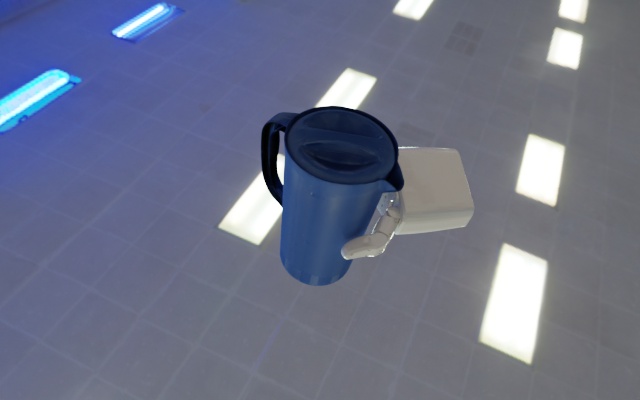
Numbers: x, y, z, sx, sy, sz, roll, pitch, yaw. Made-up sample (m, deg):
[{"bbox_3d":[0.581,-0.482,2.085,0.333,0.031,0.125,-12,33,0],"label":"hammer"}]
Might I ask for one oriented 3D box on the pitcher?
[{"bbox_3d":[0.000,0.002,0.631,0.145,0.149,0.243,-5,-39,-16],"label":"pitcher"}]
